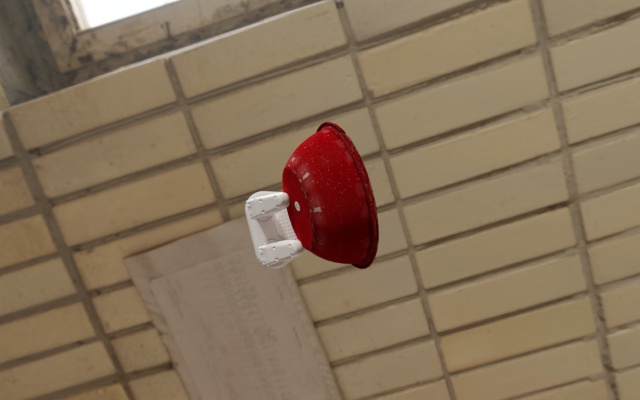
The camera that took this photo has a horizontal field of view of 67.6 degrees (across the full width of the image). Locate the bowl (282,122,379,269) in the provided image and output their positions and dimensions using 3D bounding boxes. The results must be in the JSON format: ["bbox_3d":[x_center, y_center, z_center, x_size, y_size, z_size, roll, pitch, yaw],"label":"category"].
[{"bbox_3d":[0.000,0.001,0.503,0.055,0.162,0.162,-15,5,-18],"label":"bowl"}]
